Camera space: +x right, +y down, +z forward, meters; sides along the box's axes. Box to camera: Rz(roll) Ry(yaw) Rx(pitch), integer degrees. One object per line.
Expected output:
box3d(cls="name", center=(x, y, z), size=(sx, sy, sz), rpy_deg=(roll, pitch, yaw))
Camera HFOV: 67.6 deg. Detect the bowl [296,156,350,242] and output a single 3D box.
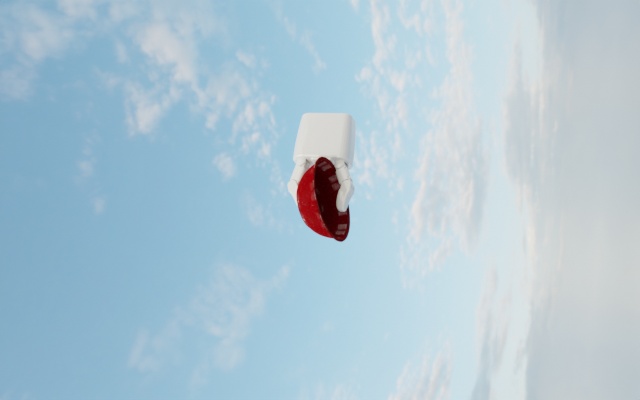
box3d(cls="bowl", center=(0.000, 0.004, 0.889), size=(0.055, 0.162, 0.162), rpy_deg=(-14, -5, 22))
